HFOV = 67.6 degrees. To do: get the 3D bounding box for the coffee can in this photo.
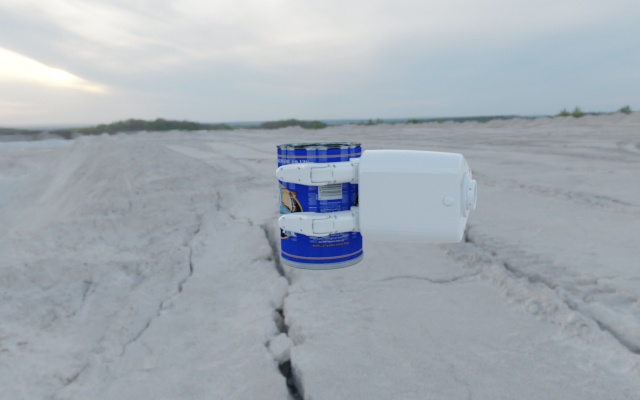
[{"bbox_3d":[0.000,0.002,0.578,0.103,0.140,0.103,-2,9,0],"label":"coffee can"}]
